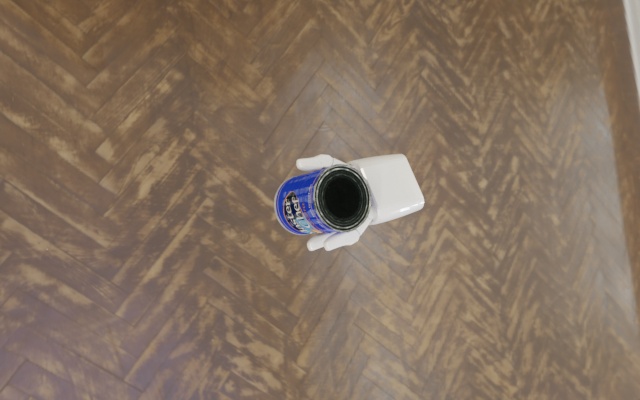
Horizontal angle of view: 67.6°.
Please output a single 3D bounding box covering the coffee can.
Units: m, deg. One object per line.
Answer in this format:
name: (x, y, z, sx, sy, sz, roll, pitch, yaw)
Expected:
coffee can: (0.000, 0.003, 0.769, 0.103, 0.103, 0.140, 0, -5, -30)
